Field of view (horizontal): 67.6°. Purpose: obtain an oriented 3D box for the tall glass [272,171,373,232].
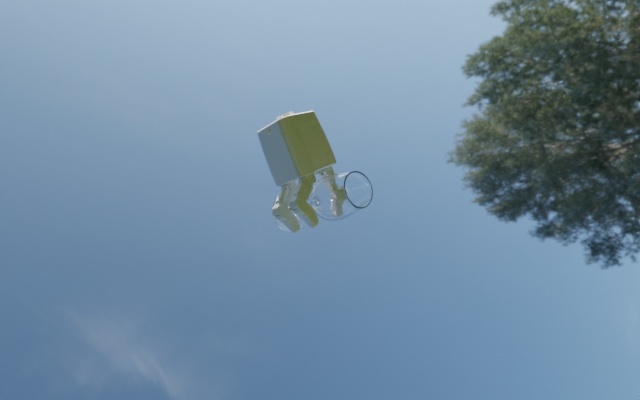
[{"bbox_3d":[0.000,0.003,0.836,0.079,0.079,0.201,0,-12,-39],"label":"tall glass"}]
